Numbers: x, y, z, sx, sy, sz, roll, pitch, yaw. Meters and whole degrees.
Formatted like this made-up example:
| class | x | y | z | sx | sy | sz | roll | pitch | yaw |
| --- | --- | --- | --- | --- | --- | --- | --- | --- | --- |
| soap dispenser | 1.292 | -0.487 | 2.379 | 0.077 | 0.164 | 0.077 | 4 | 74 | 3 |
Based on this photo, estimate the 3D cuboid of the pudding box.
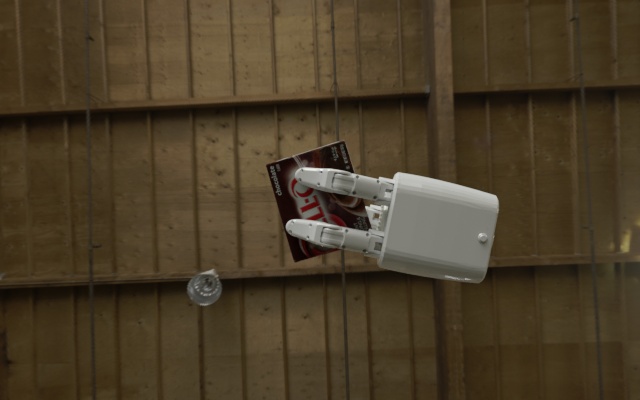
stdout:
| class | x | y | z | sx | sy | sz | roll | pitch | yaw |
| --- | --- | --- | --- | --- | --- | --- | --- | --- | --- |
| pudding box | 0.000 | 0.002 | 0.521 | 0.090 | 0.113 | 0.039 | -17 | -4 | 4 |
